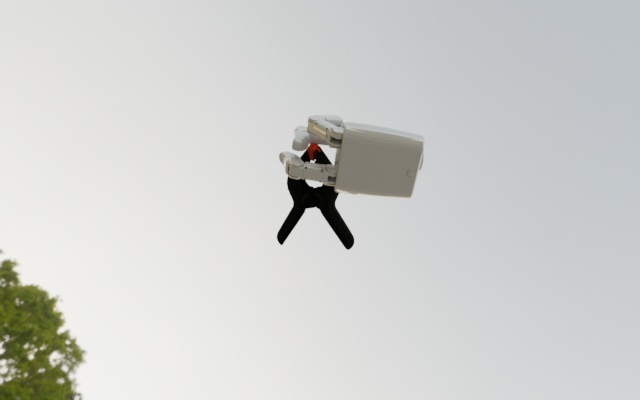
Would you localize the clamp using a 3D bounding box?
[{"bbox_3d":[0.000,0.002,0.711,0.120,0.172,0.039,8,29,0],"label":"clamp"}]
